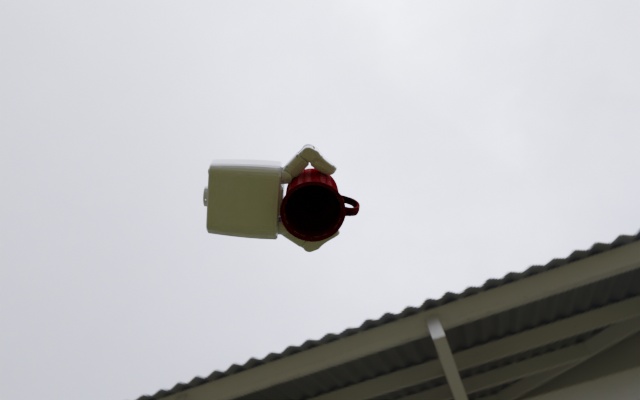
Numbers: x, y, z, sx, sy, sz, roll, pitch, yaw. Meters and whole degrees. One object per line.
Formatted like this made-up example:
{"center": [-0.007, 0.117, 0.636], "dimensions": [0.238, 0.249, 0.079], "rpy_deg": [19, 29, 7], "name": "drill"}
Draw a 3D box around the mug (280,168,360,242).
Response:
{"center": [0.002, 0.002, 0.707], "dimensions": [0.117, 0.093, 0.081], "rpy_deg": [4, 22, -3], "name": "mug"}
